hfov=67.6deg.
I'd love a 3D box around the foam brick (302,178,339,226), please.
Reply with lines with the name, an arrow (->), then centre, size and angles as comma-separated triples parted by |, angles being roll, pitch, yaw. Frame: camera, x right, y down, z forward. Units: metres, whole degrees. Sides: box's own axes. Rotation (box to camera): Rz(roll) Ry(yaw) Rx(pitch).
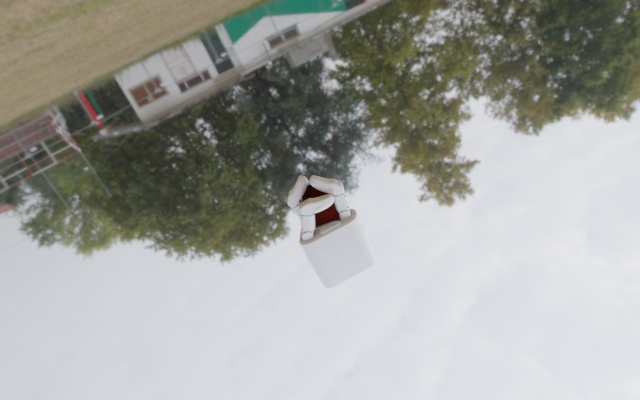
foam brick -> 0.000, 0.003, 0.865 | 0.053, 0.051, 0.078 | -20, 22, 10
